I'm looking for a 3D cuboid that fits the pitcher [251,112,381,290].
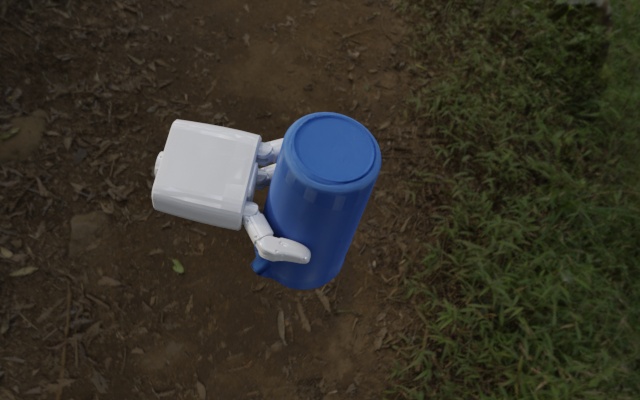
[{"bbox_3d":[0.000,0.002,0.601,0.145,0.149,0.243,13,-33,-5],"label":"pitcher"}]
